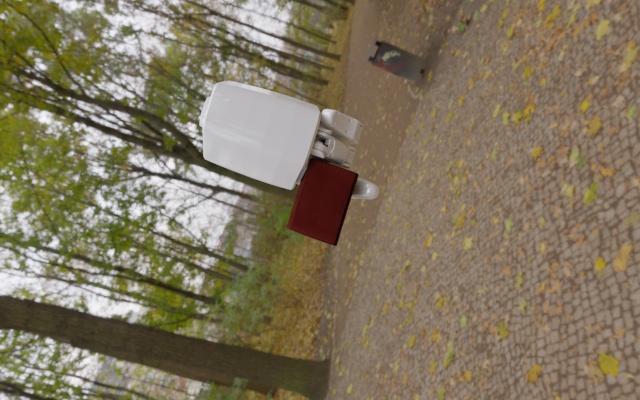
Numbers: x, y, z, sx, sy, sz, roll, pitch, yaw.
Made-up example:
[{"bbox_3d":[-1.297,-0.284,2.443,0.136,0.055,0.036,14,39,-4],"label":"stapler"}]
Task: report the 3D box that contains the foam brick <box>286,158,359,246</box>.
[{"bbox_3d":[0.000,0.002,0.501,0.051,0.078,0.053,17,-3,-8],"label":"foam brick"}]
